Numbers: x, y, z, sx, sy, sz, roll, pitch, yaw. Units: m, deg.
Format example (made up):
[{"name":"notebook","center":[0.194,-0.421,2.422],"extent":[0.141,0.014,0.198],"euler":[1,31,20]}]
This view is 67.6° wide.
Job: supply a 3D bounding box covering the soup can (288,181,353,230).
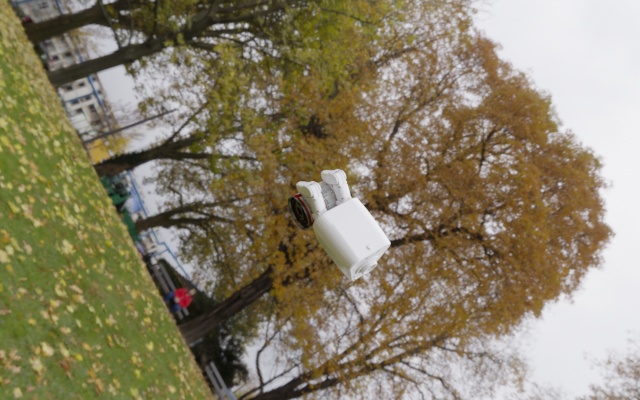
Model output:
[{"name":"soup can","center":[0.000,0.002,0.884],"extent":[0.102,0.068,0.068],"euler":[-27,12,-24]}]
